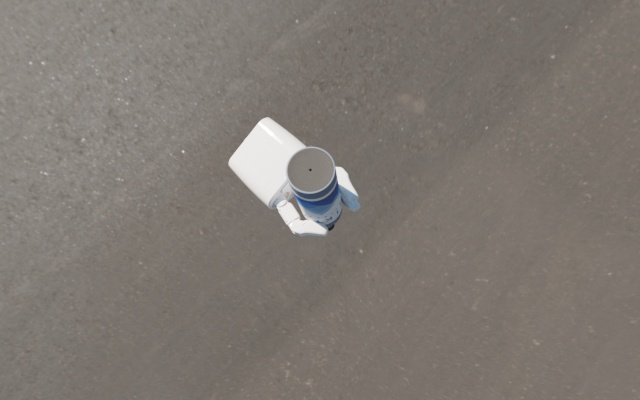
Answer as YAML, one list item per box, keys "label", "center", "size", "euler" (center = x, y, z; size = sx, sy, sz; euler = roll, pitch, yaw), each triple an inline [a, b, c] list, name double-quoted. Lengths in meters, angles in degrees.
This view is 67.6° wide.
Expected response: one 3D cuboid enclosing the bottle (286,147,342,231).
- label: "bottle"
  center: [0.000, 0.003, 0.766]
  size: [0.069, 0.069, 0.296]
  euler: [0, -17, 5]
